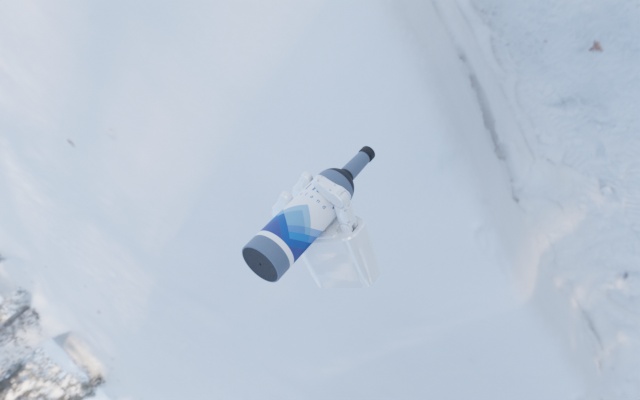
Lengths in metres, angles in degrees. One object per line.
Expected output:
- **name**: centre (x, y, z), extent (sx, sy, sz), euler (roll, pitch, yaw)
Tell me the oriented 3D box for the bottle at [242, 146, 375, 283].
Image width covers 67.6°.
- **bottle**: centre (0.000, 0.002, 0.739), extent (0.069, 0.069, 0.295), euler (0, 36, 44)
